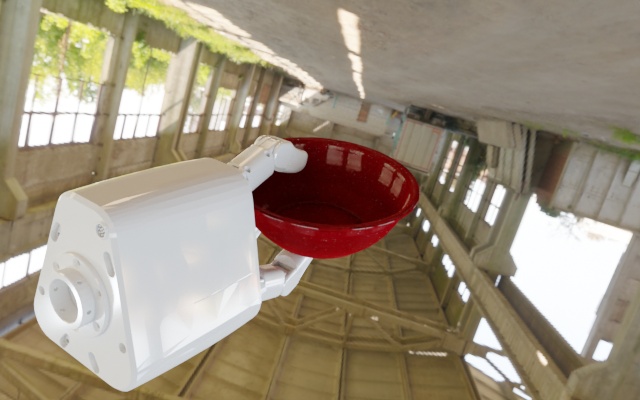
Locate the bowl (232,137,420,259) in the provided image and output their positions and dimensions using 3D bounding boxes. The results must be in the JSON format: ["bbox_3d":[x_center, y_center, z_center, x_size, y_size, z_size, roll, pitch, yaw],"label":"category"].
[{"bbox_3d":[0.001,0.001,0.412,0.162,0.055,0.162,5,30,-3],"label":"bowl"}]
